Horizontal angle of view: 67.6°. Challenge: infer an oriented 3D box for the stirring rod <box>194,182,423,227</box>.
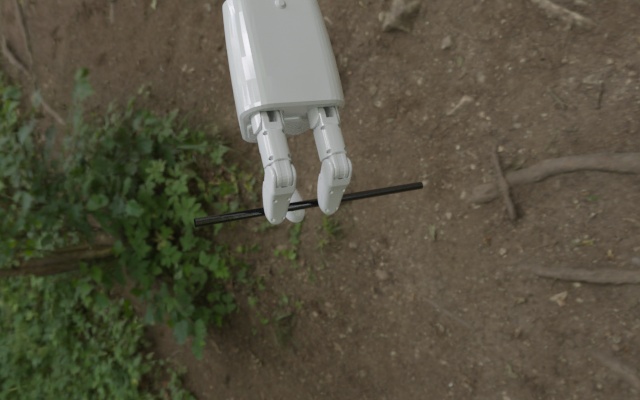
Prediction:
[{"bbox_3d":[0.000,0.001,0.459,0.239,0.011,0.011,-9,4,-25],"label":"stirring rod"}]
